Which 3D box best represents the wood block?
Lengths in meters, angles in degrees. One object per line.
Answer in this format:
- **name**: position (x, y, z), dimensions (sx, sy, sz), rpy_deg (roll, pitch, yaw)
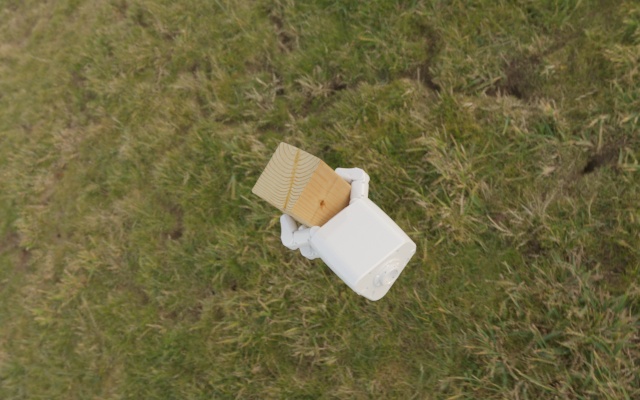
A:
- **wood block**: position (0.000, 0.002, 0.771), dimensions (0.090, 0.091, 0.206), rpy_deg (27, -6, 38)
